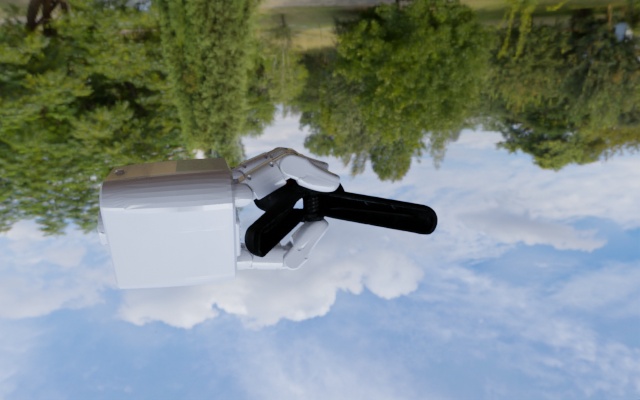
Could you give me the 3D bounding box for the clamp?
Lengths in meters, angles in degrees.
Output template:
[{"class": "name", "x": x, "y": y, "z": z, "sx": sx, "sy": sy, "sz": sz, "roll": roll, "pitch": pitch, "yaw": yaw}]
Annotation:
[{"class": "clamp", "x": 0.000, "y": 0.002, "z": 0.461, "sx": 0.164, "sy": 0.036, "sz": 0.210, "roll": -3, "pitch": 16, "yaw": -15}]
